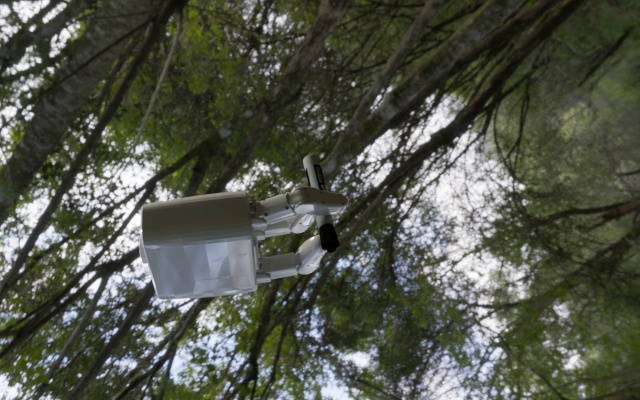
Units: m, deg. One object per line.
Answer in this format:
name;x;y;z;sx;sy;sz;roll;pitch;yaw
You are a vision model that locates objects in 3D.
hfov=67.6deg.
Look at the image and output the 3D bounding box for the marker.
marker;0.000;0.002;0.513;0.020;0.121;0.020;-9;-34;-6
